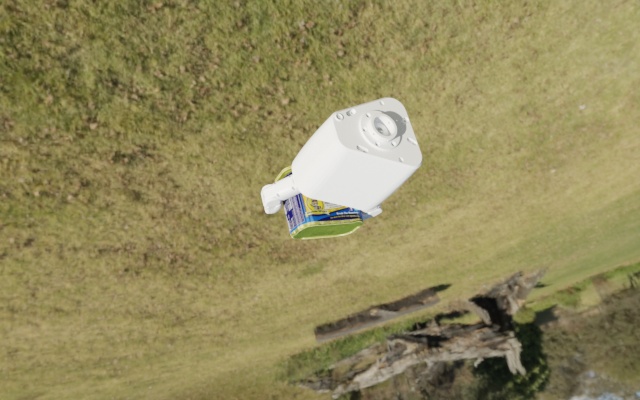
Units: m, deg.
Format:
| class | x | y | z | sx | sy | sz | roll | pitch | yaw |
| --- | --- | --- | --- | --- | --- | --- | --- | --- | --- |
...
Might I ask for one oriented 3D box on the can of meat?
| class | x | y | z | sx | sy | sz | roll | pitch | yaw |
| --- | --- | --- | --- | --- | --- | --- | --- | --- | --- |
| can of meat | 0.000 | 0.002 | 0.627 | 0.102 | 0.084 | 0.057 | -3 | -24 | -30 |
